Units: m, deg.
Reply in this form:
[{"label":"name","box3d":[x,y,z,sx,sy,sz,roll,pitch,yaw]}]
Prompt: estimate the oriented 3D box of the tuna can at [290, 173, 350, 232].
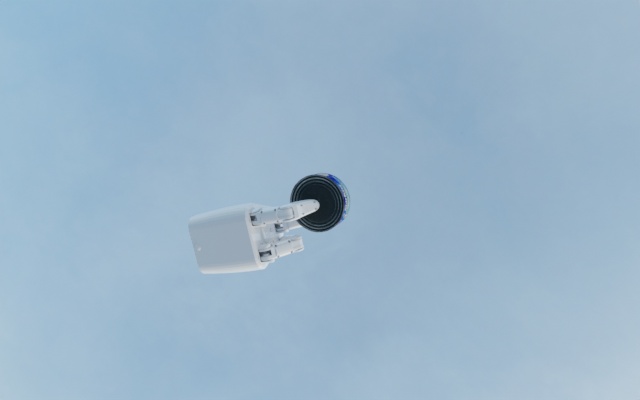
[{"label":"tuna can","box3d":[0.000,0.002,0.710,0.086,0.086,0.033,0,9,22]}]
